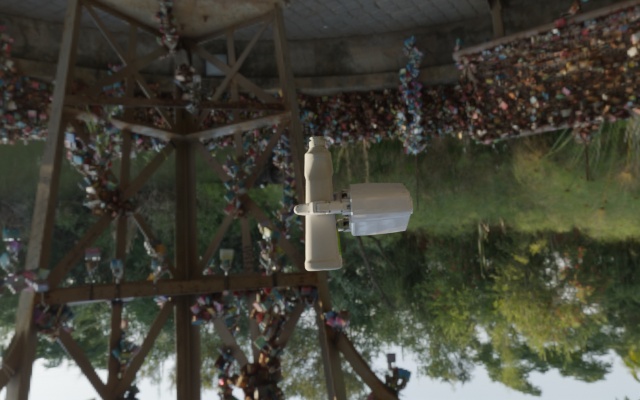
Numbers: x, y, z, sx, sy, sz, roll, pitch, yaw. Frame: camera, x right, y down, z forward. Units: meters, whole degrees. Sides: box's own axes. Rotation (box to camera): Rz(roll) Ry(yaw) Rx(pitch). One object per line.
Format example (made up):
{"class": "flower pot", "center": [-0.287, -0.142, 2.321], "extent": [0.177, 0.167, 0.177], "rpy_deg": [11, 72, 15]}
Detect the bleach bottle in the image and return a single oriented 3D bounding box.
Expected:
{"class": "bleach bottle", "center": [0.000, 0.003, 0.899], "extent": [0.068, 0.251, 0.102], "rpy_deg": [-3, -6, 2]}
